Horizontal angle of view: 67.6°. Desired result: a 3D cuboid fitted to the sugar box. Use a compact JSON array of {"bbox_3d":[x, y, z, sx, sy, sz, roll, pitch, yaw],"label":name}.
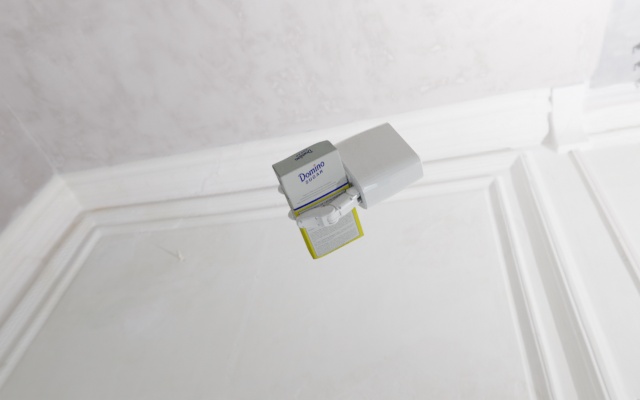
[{"bbox_3d":[0.000,0.002,0.724,0.093,0.176,0.048,-26,37,-9],"label":"sugar box"}]
